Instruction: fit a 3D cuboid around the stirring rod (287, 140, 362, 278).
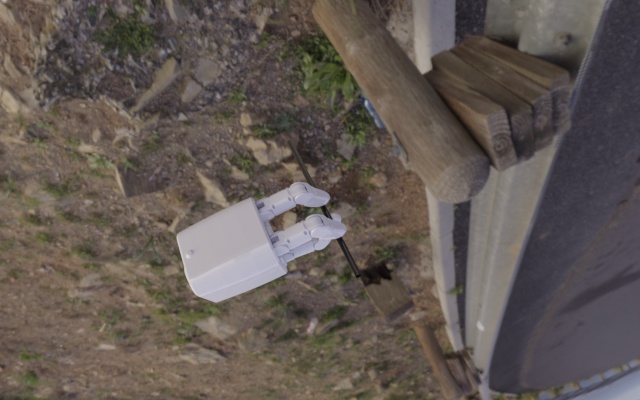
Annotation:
[{"bbox_3d":[0.000,0.002,0.640,0.011,0.239,0.011,-18,-35,-13],"label":"stirring rod"}]
